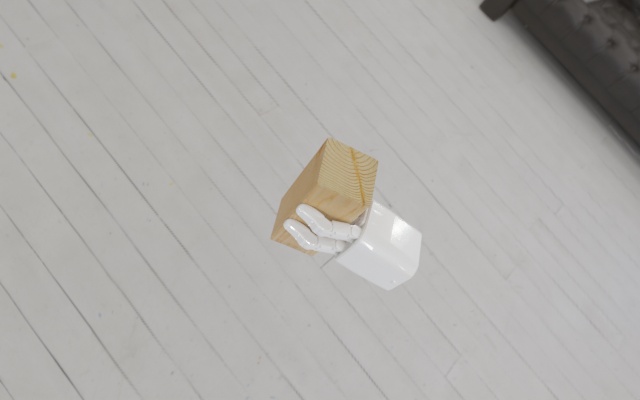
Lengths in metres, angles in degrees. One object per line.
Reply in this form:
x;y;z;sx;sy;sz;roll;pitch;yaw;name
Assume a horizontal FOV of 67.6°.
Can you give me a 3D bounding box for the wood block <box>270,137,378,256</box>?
0.001;0.002;0.779;0.090;0.090;0.206;23;-35;-14;wood block
